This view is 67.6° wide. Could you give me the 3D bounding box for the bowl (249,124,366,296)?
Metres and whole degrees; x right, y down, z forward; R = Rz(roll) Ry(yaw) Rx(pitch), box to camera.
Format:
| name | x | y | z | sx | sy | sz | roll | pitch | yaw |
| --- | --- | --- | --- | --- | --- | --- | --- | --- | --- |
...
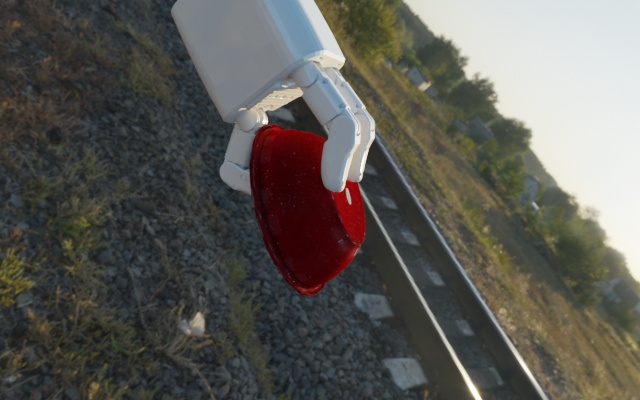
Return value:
| name | x | y | z | sx | sy | sz | roll | pitch | yaw |
| --- | --- | --- | --- | --- | --- | --- | --- | --- | --- |
| bowl | 0.001 | 0.002 | 0.432 | 0.055 | 0.162 | 0.162 | -15 | -5 | 19 |
